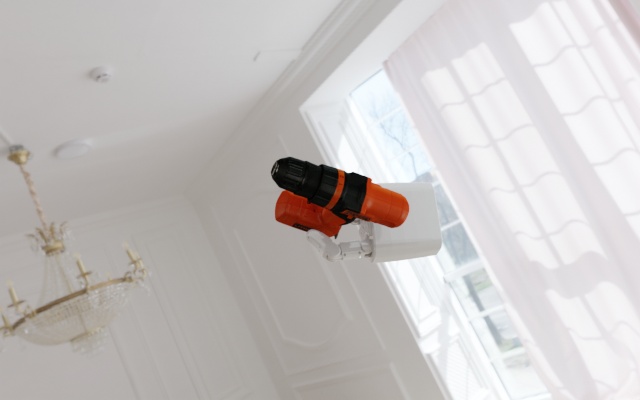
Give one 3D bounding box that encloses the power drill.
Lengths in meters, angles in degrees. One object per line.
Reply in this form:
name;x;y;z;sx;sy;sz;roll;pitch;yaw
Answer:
power drill;0.000;0.002;0.650;0.184;0.057;0.188;20;-16;-18
